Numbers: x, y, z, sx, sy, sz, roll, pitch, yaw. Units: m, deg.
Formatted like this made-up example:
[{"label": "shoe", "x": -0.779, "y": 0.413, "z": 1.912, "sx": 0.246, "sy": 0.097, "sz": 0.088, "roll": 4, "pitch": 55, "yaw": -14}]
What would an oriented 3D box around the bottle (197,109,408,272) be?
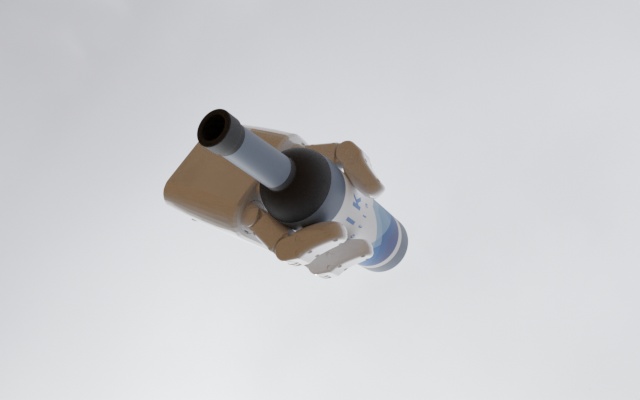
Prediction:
[{"label": "bottle", "x": 0.000, "y": 0.001, "z": 0.424, "sx": 0.069, "sy": 0.069, "sz": 0.296, "roll": 0, "pitch": -19, "yaw": 29}]
